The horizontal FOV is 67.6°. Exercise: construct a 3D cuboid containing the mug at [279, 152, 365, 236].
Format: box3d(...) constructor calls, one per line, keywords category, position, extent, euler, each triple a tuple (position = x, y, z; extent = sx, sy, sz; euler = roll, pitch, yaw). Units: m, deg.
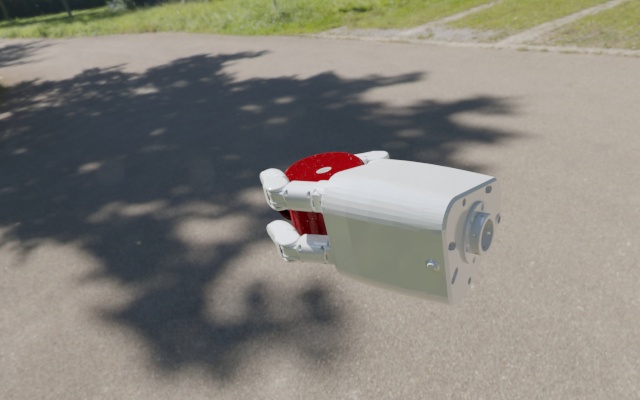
box3d(category="mug", position=(-0.001, 0.001, 0.484), extent=(0.117, 0.081, 0.093), euler=(11, 35, 37))
